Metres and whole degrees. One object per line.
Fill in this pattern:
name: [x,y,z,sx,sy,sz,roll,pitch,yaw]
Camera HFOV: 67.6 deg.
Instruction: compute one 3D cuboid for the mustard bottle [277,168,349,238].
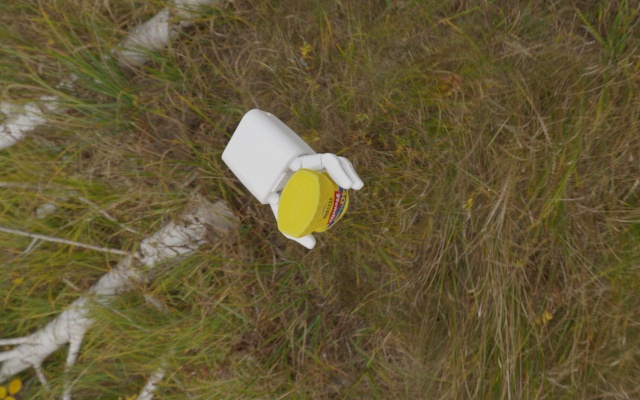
mustard bottle: [0.000,0.003,0.736,0.058,0.096,0.191,20,8,18]
